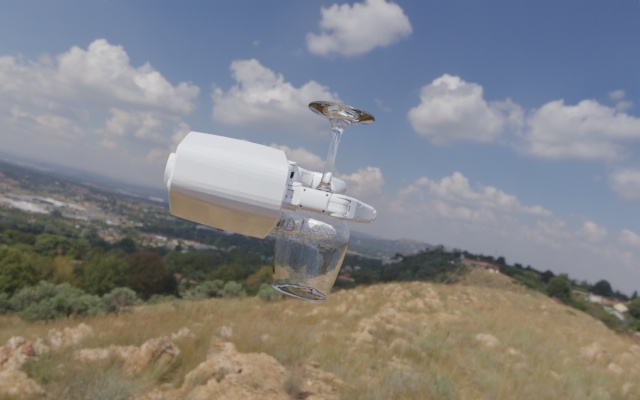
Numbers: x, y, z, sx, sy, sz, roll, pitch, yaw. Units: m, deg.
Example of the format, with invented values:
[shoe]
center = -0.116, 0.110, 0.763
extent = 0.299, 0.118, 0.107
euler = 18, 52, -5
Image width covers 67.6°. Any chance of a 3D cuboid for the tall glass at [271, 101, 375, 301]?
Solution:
[tall glass]
center = 0.000, 0.001, 0.511
extent = 0.079, 0.201, 0.079
euler = 13, -3, 1
